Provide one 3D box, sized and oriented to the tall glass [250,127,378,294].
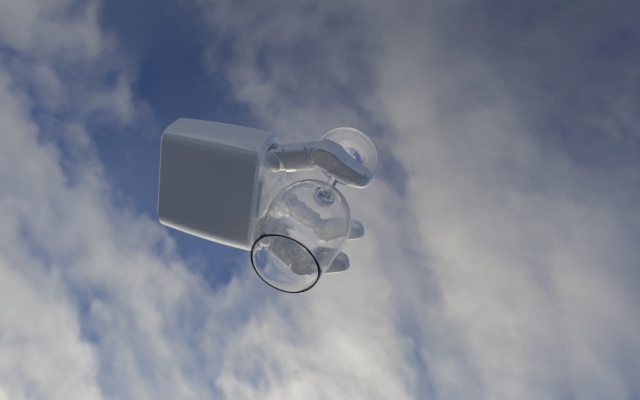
[{"bbox_3d":[0.000,0.001,0.470,0.079,0.079,0.201,0,31,20],"label":"tall glass"}]
